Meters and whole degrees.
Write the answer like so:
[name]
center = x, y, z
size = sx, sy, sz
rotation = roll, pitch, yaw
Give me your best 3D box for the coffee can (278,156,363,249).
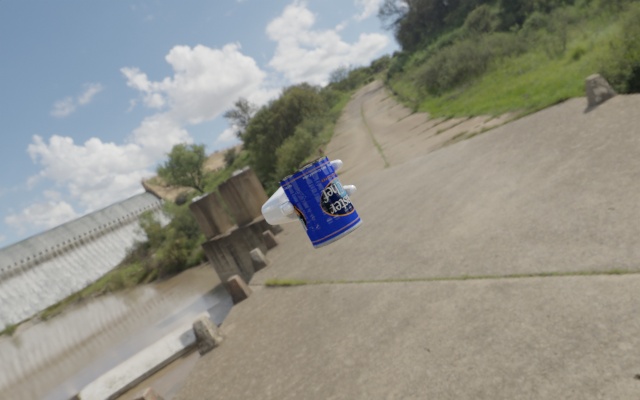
[coffee can]
center = 0.000, 0.003, 0.879
size = 0.103, 0.140, 0.103
rotation = -28, 4, 2
